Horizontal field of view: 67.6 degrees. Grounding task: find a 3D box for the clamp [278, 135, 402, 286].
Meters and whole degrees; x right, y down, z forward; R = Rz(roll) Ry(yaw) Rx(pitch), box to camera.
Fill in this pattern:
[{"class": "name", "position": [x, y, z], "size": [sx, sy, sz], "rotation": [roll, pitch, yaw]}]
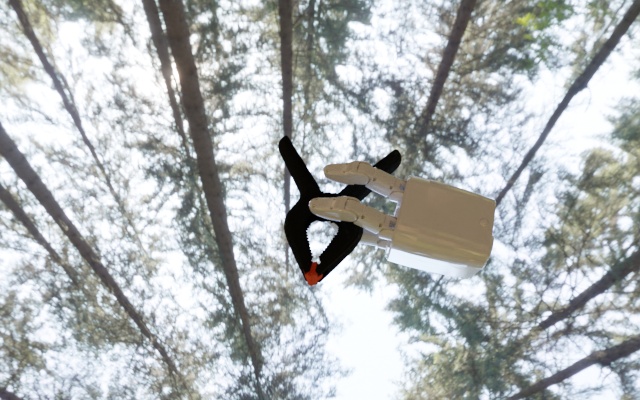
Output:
[{"class": "clamp", "position": [0.000, 0.003, 0.591], "size": [0.164, 0.209, 0.036], "rotation": [13, -33, 12]}]
